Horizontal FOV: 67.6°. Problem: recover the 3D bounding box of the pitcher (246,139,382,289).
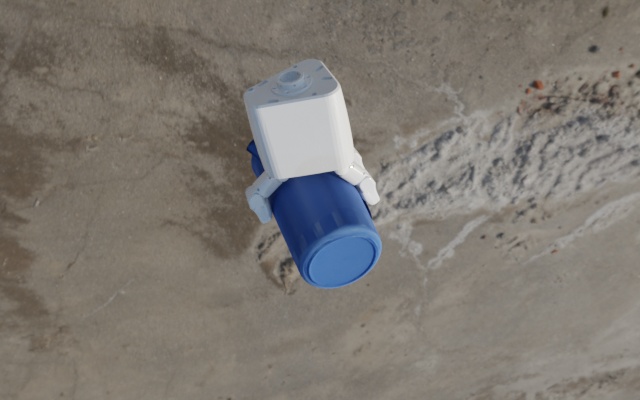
[{"bbox_3d":[0.000,0.002,0.668,0.149,0.145,0.242,-19,44,-6],"label":"pitcher"}]
